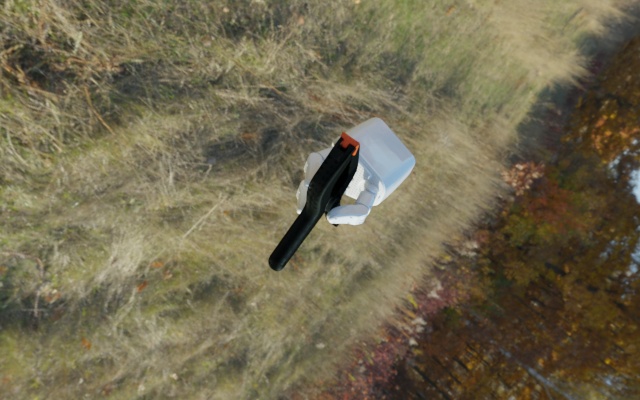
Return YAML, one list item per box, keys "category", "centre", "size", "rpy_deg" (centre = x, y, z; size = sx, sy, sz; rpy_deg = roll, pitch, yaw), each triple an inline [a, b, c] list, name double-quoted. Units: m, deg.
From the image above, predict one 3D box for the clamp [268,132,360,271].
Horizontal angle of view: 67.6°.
- category: "clamp"
  centre: [0.001, 0.002, 0.659]
  size: [0.036, 0.210, 0.164]
  rpy_deg: [36, 47, 16]
